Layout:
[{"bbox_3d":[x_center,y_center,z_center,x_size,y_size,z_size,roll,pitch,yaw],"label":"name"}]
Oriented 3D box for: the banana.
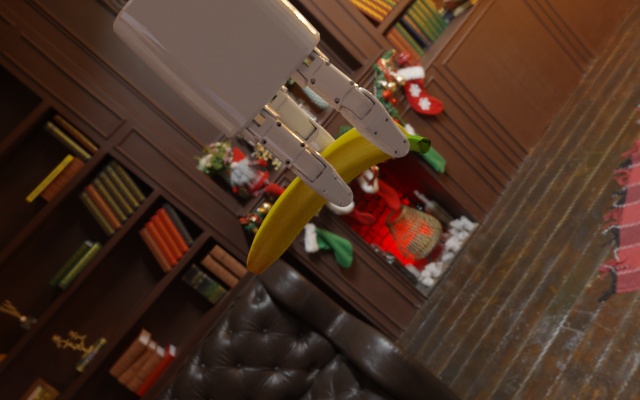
[{"bbox_3d":[0.003,-0.011,0.417,0.198,0.037,0.069,-39,26,23],"label":"banana"}]
